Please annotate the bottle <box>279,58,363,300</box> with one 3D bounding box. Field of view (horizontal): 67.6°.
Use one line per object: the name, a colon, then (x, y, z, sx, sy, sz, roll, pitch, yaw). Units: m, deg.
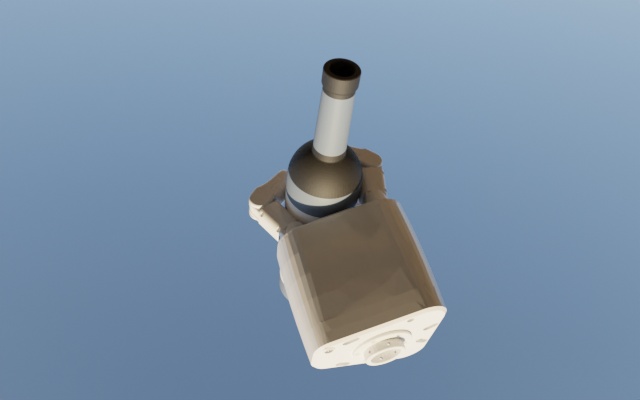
bottle: (0.000, 0.002, 0.447, 0.069, 0.069, 0.296, 0, -40, -8)
